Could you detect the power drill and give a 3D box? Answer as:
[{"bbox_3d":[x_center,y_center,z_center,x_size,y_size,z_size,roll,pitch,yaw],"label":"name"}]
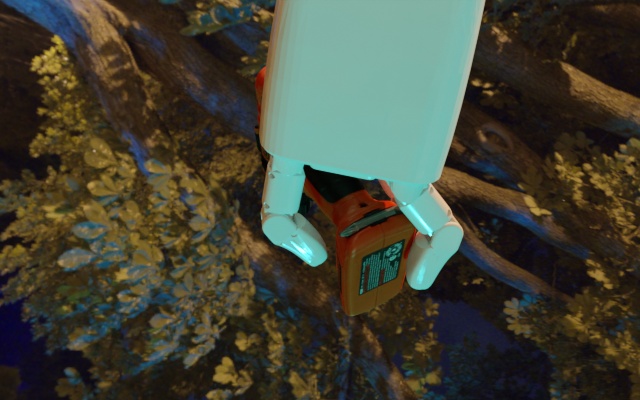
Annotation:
[{"bbox_3d":[0.000,0.001,0.409,0.057,0.187,0.185,-24,-36,-16],"label":"power drill"}]
